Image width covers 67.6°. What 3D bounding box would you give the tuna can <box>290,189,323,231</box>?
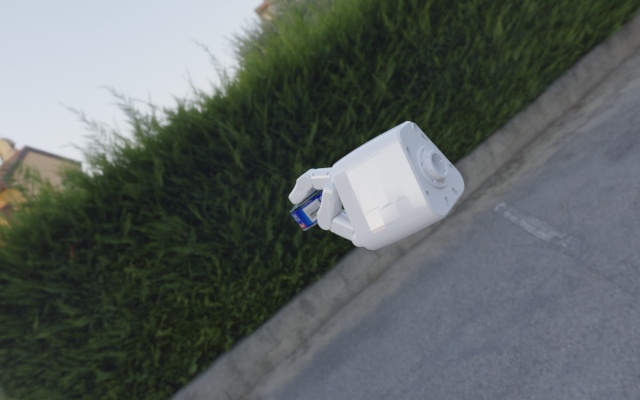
[{"bbox_3d":[0.000,0.002,0.655,0.086,0.034,0.086,-38,5,4],"label":"tuna can"}]
